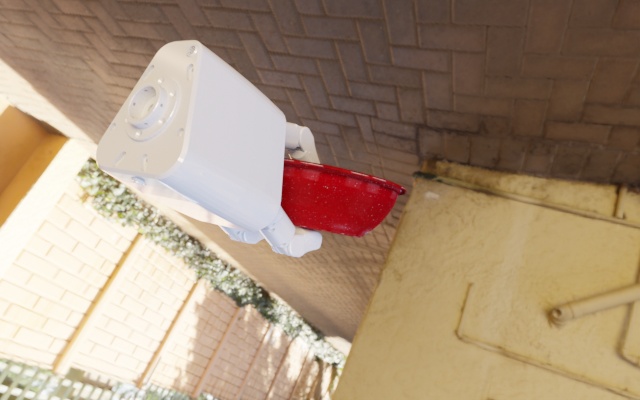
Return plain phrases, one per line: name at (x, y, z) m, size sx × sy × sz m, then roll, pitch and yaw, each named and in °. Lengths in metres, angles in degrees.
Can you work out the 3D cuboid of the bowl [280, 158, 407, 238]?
bowl at (0.001, 0.002, 0.472) m, size 0.162 × 0.055 × 0.162 m, roll 11°, pitch -3°, yaw 1°
